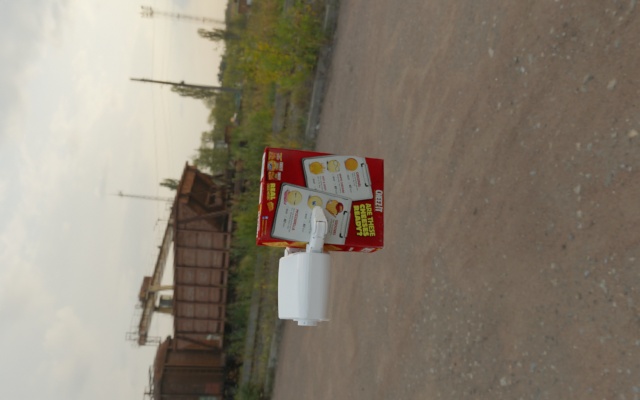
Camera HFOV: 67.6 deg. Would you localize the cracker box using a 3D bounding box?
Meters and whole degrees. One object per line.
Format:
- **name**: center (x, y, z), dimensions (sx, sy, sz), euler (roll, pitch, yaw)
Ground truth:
- **cracker box**: center (0.000, 0.003, 0.842), dimensions (0.214, 0.164, 0.072), euler (5, -15, -10)
